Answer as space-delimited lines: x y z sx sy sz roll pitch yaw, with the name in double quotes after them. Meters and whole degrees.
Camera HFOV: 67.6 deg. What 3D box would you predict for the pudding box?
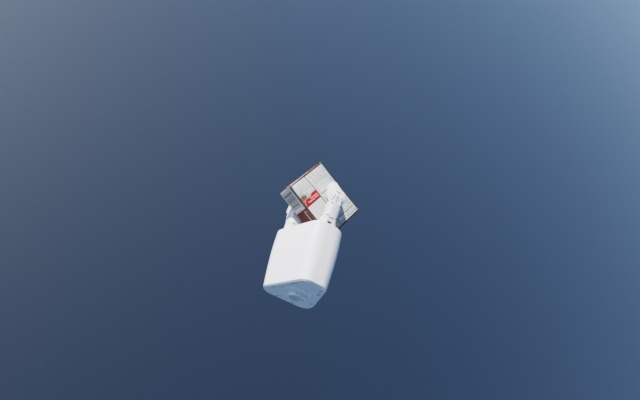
0.000 0.003 0.829 0.090 0.113 0.039 -41 5 -39 "pudding box"
